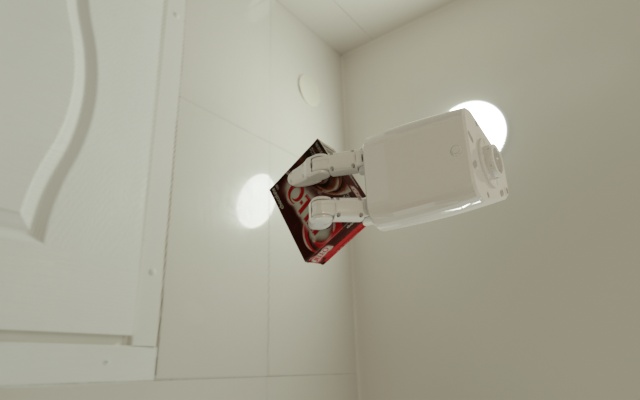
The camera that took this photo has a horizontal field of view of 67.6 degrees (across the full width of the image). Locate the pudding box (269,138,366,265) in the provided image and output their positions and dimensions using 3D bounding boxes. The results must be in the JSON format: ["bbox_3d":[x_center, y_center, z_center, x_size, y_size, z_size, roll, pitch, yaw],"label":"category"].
[{"bbox_3d":[0.000,0.002,0.538,0.090,0.113,0.039,-44,-38,21],"label":"pudding box"}]
